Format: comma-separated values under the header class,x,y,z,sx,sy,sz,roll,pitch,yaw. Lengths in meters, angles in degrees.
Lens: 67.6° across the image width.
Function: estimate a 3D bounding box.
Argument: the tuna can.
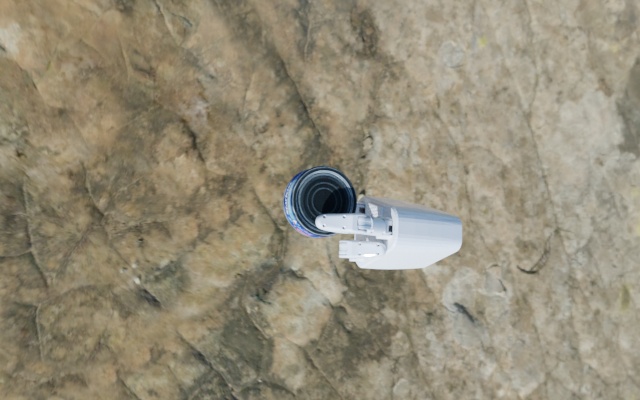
class,x,y,z,sx,sy,sz,roll,pitch,yaw
tuna can,0.000,0.002,0.576,0.086,0.086,0.034,0,-4,-21
